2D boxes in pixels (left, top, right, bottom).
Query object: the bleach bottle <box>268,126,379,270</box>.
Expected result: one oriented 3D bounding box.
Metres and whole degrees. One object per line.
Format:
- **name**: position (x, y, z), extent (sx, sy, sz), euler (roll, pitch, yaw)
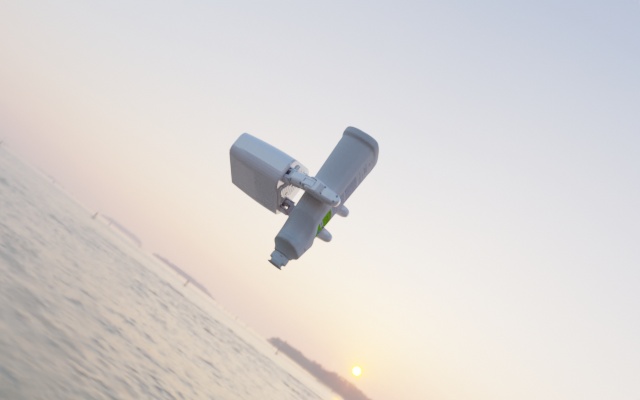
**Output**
- **bleach bottle**: position (0.000, 0.003, 0.776), extent (0.068, 0.250, 0.103), euler (32, -17, 16)
